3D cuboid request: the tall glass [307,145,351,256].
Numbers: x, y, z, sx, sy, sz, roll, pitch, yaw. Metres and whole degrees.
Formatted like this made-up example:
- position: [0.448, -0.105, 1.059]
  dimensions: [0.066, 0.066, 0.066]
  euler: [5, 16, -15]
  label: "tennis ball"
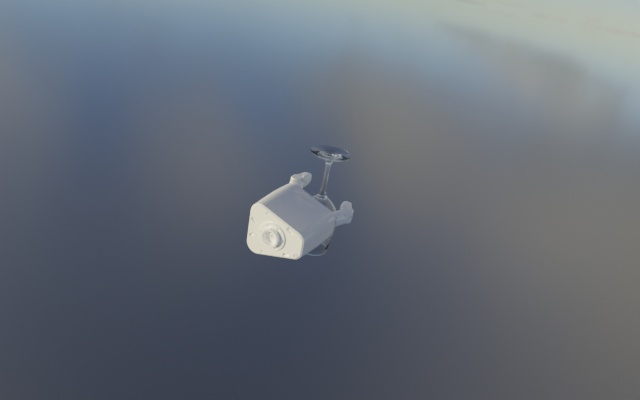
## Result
- position: [0.000, 0.002, 0.891]
  dimensions: [0.079, 0.201, 0.079]
  euler: [9, 26, -4]
  label: "tall glass"
